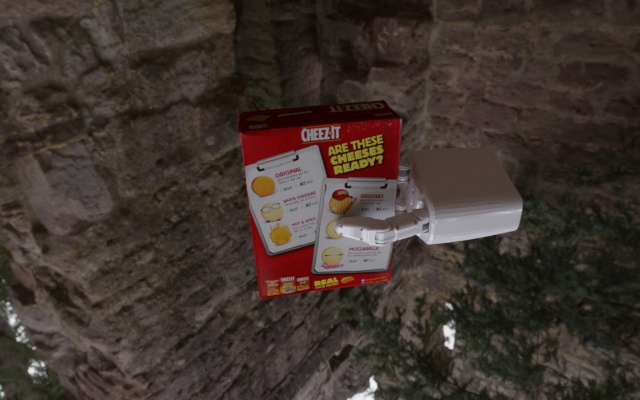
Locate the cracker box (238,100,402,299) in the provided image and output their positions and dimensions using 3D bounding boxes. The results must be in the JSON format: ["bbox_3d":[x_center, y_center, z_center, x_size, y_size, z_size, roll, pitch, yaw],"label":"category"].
[{"bbox_3d":[0.000,0.002,0.546,0.164,0.214,0.072,-6,30,-8],"label":"cracker box"}]
